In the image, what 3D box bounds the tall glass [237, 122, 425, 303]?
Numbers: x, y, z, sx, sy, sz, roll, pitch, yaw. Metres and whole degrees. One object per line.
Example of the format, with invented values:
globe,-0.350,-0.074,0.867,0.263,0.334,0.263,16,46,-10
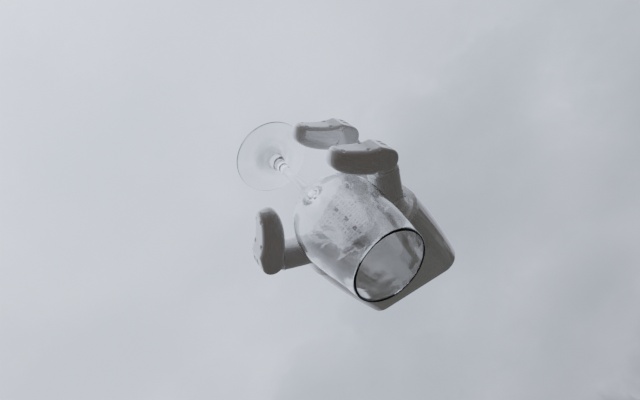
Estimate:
tall glass,0.000,0.001,0.405,0.079,0.079,0.201,0,27,-33
